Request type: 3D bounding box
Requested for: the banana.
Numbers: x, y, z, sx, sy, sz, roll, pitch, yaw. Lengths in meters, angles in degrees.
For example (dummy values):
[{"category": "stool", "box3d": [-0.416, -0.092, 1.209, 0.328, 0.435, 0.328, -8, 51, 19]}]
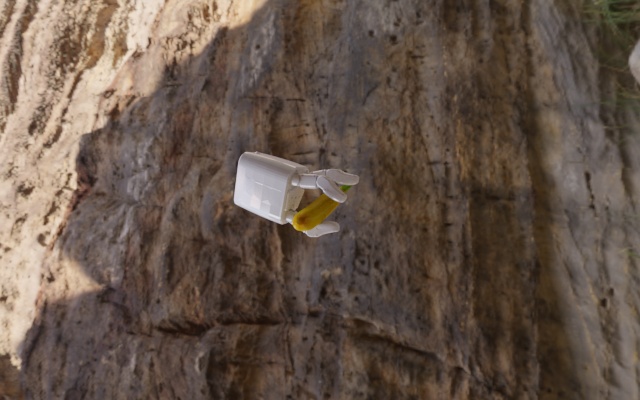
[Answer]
[{"category": "banana", "box3d": [-0.006, 0.015, 0.841, 0.037, 0.070, 0.197, 36, 35, 10]}]
